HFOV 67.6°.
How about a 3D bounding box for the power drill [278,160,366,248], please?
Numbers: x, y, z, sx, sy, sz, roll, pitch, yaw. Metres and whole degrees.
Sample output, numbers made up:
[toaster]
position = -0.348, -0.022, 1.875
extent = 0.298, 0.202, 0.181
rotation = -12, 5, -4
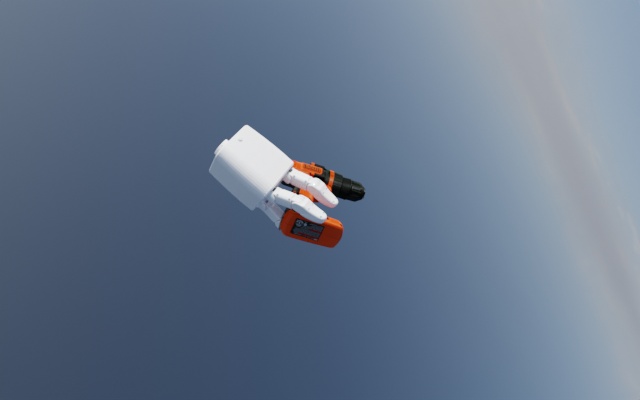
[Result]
[power drill]
position = 0.000, 0.003, 0.875
extent = 0.184, 0.057, 0.187
rotation = 15, 33, -10
